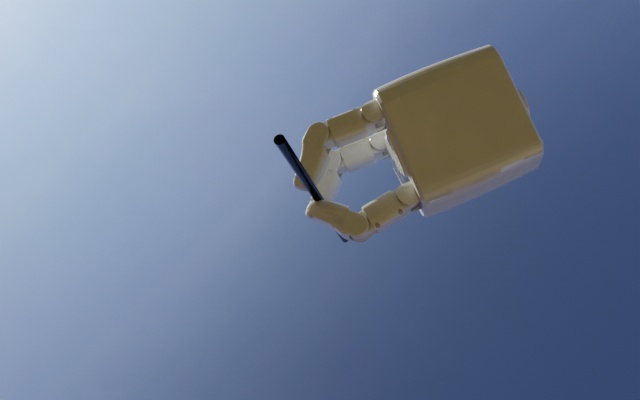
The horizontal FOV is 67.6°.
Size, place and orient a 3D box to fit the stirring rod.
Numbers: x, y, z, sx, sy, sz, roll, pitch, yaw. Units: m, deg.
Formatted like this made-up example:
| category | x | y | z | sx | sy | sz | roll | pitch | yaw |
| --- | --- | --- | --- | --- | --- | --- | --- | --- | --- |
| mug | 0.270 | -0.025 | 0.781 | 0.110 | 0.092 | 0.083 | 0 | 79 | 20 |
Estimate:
| category | x | y | z | sx | sy | sz | roll | pitch | yaw |
| --- | --- | --- | --- | --- | --- | --- | --- | --- | --- |
| stirring rod | 0.000 | 0.001 | 0.427 | 0.011 | 0.011 | 0.240 | 0 | -20 | 14 |
